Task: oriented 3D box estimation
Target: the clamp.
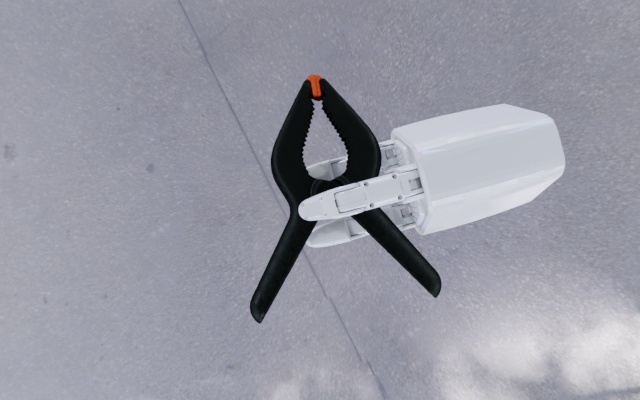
[{"bbox_3d":[0.000,0.001,0.409,0.164,0.210,0.036,-15,0,-1],"label":"clamp"}]
